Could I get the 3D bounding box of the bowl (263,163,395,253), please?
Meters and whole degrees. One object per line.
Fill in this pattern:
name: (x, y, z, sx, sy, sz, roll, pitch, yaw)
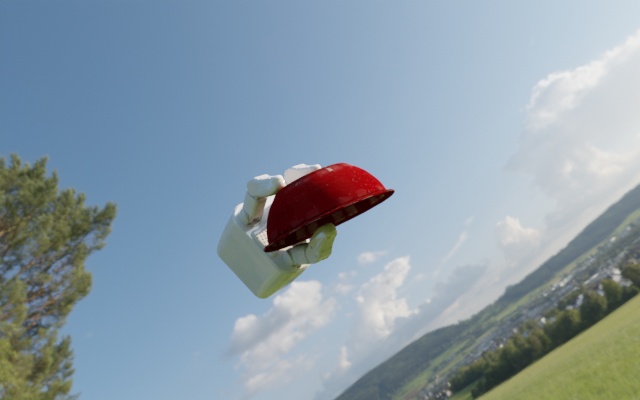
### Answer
bowl: (0.001, 0.001, 0.543, 0.162, 0.055, 0.162, -24, -8, -3)
